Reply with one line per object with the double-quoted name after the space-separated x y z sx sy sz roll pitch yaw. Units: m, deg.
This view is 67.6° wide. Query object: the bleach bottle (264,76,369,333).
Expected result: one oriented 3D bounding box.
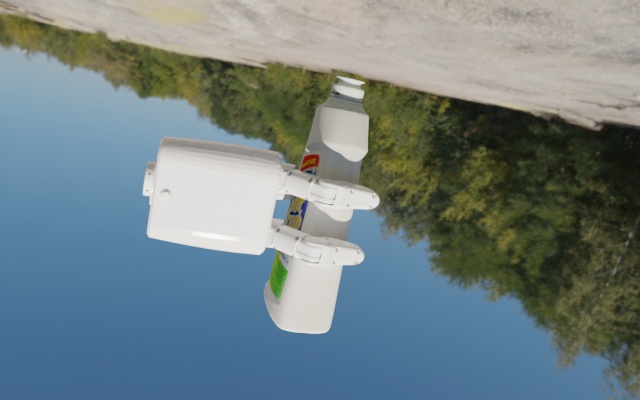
0.000 0.002 0.490 0.068 0.251 0.102 9 13 -17 "bleach bottle"
